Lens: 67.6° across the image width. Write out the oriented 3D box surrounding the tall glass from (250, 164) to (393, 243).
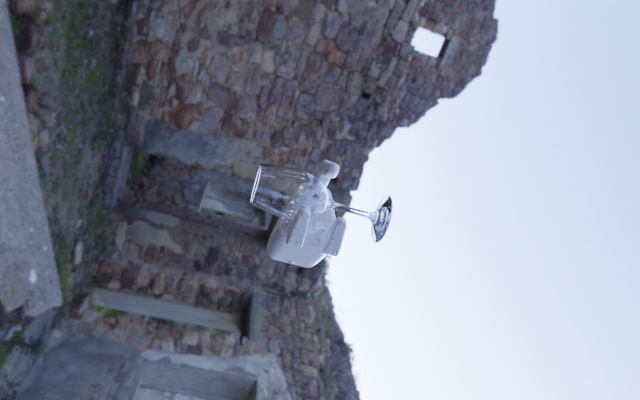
[{"bbox_3d":[0.001,0.002,0.708,0.201,0.079,0.079,16,-3,-12],"label":"tall glass"}]
